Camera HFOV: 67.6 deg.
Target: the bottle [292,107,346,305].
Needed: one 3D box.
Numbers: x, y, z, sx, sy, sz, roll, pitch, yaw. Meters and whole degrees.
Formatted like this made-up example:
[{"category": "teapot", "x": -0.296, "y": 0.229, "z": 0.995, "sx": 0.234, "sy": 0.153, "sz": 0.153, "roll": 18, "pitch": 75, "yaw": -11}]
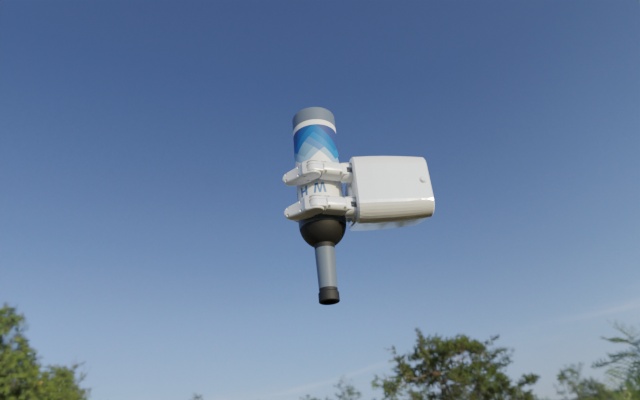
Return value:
[{"category": "bottle", "x": 0.000, "y": 0.002, "z": 0.684, "sx": 0.069, "sy": 0.295, "sz": 0.069, "roll": -4, "pitch": -28, "yaw": -2}]
